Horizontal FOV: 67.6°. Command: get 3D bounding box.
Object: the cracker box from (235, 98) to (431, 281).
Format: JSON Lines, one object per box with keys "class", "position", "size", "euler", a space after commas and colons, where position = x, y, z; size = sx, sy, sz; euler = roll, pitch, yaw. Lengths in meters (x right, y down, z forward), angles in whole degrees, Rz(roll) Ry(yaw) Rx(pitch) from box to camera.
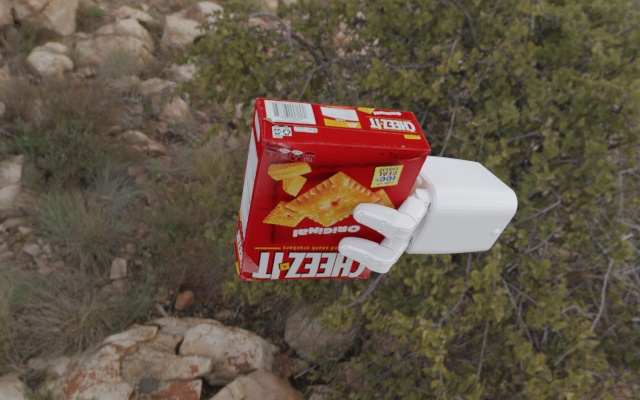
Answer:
{"class": "cracker box", "position": [0.000, 0.001, 0.518], "size": [0.164, 0.072, 0.214], "euler": [2, -45, -15]}
